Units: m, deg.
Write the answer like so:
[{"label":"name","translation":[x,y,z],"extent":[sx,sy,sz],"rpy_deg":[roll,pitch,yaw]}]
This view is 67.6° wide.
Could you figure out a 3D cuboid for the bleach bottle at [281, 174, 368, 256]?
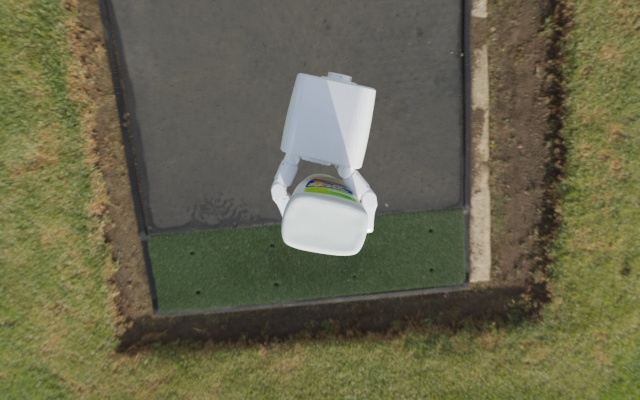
[{"label":"bleach bottle","translation":[0.000,0.002,0.662],"extent":[0.102,0.068,0.250],"rpy_deg":[11,12,-6]}]
